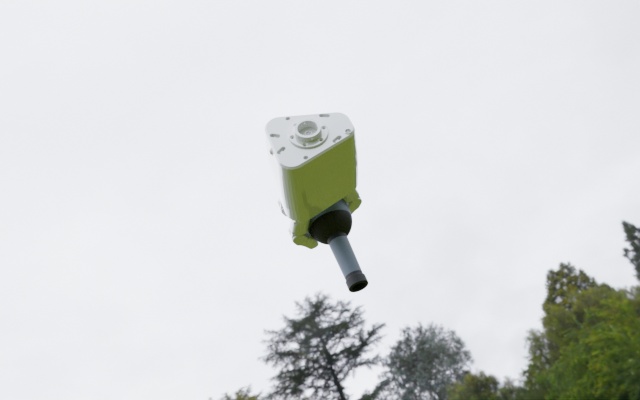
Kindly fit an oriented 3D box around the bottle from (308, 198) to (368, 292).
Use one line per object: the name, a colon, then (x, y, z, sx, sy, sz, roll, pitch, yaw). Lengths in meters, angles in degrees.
bottle: (0.000, 0.002, 0.699, 0.069, 0.295, 0.069, -16, -36, -12)
